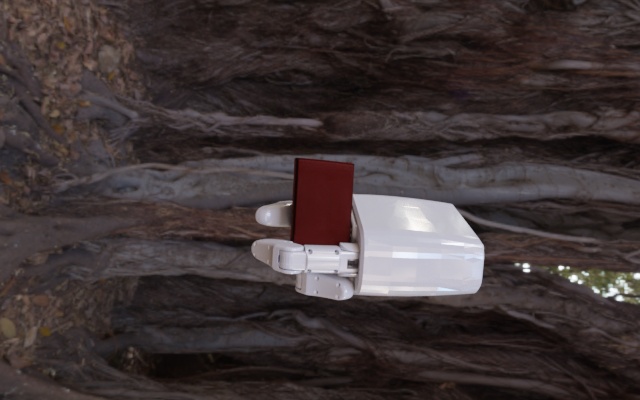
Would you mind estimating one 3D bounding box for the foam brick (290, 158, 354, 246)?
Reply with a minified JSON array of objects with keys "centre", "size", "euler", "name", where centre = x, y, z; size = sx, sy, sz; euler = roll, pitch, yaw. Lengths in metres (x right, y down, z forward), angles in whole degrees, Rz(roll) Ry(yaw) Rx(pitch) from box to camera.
[{"centre":[0.000,0.001,0.430],"size":[0.051,0.078,0.053],"euler":[3,6,-4],"name":"foam brick"}]
